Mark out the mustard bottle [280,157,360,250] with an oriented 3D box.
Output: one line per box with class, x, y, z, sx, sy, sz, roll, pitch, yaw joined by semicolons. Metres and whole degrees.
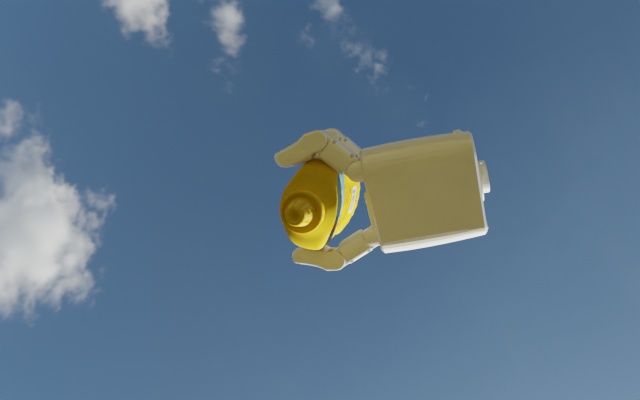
mustard bottle;0.000;0.002;0.515;0.058;0.096;0.191;14;11;11
